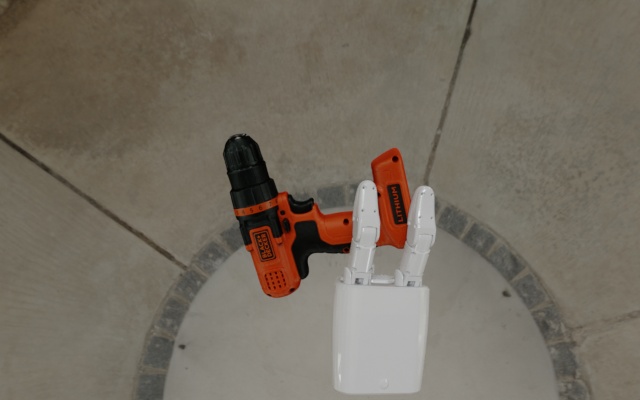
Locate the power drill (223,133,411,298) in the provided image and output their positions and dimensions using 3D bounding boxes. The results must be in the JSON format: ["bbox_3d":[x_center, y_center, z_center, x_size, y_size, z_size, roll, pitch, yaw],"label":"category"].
[{"bbox_3d":[0.001,0.002,0.512,0.187,0.184,0.057,-13,13,9],"label":"power drill"}]
